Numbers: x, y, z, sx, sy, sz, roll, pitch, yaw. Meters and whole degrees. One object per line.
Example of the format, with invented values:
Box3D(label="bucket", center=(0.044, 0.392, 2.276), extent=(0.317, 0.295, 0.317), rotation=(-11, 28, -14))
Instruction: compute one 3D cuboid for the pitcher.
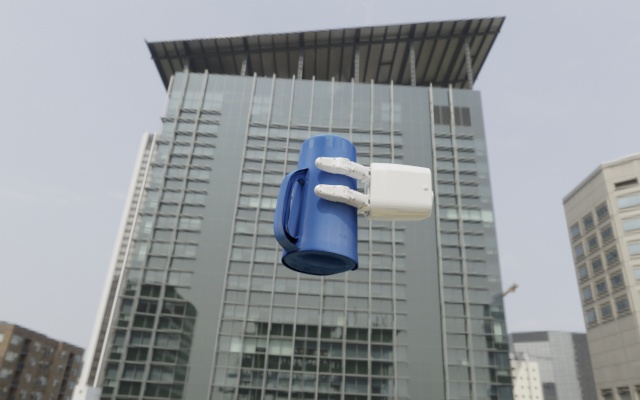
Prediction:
Box3D(label="pitcher", center=(0.000, 0.003, 0.856), extent=(0.145, 0.242, 0.149), rotation=(4, -25, 1))
